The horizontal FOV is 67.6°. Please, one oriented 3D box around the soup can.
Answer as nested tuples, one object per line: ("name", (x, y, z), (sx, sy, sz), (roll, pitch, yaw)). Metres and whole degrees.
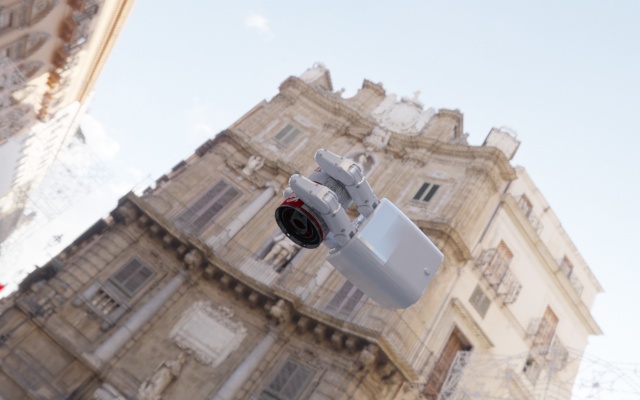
("soup can", (0.000, 0.001, 0.599), (0.068, 0.068, 0.102), (0, 38, 45))
